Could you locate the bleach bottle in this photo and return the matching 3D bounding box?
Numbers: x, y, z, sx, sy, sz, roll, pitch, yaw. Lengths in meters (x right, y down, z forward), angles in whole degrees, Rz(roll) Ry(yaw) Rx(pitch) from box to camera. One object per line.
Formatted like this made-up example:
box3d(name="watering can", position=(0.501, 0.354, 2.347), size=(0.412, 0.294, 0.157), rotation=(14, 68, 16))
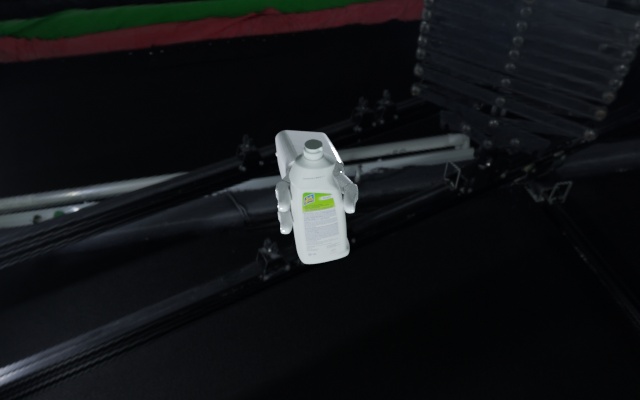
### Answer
box3d(name="bleach bottle", position=(0.000, 0.003, 0.826), size=(0.102, 0.251, 0.068), rotation=(-12, 44, -11))
